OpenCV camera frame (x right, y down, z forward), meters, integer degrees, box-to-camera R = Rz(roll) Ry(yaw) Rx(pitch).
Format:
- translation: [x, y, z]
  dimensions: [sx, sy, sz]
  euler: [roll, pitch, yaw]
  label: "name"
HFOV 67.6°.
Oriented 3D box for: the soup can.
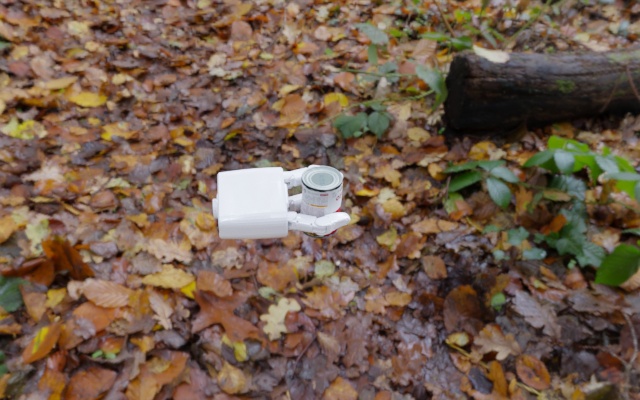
- translation: [0.001, 0.002, 0.780]
  dimensions: [0.068, 0.102, 0.068]
  euler: [2, 39, -2]
  label: "soup can"
